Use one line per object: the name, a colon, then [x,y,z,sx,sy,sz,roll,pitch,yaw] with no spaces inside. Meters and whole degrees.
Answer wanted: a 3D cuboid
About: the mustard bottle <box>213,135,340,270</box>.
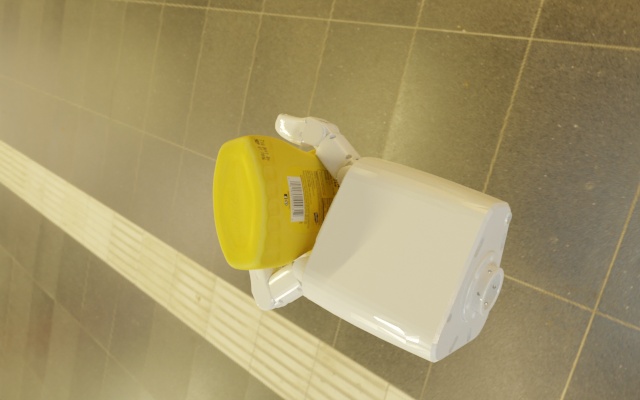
mustard bottle: [0.000,0.001,0.409,0.058,0.096,0.191,-9,-5,38]
